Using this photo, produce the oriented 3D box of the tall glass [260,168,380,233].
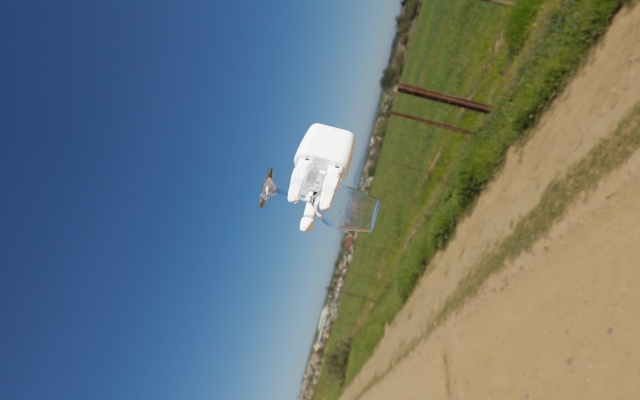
[{"bbox_3d":[-0.001,0.003,0.839,0.201,0.079,0.079,15,1,3],"label":"tall glass"}]
